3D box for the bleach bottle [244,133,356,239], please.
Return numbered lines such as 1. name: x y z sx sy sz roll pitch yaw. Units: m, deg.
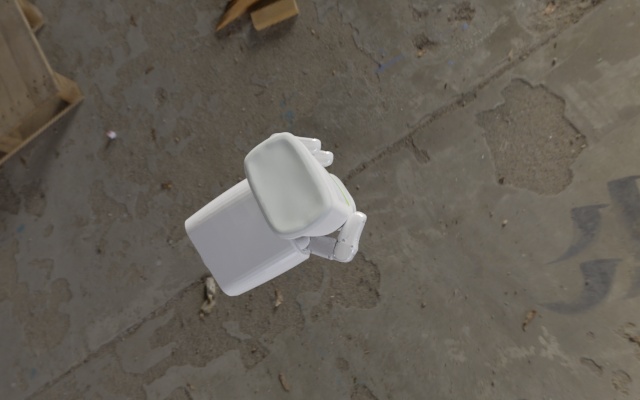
1. bleach bottle: 0.000 0.002 0.560 0.068 0.102 0.251 -31 -16 9
